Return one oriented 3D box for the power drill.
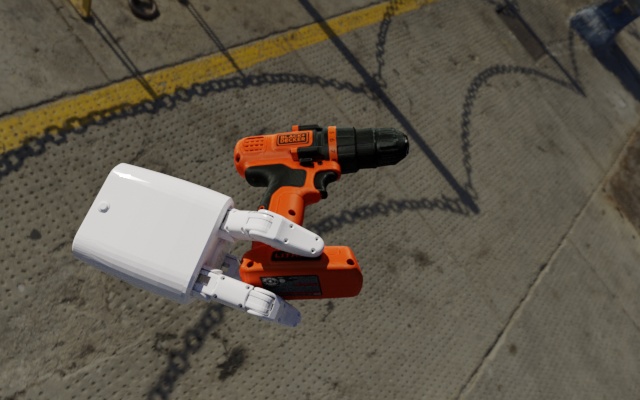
[{"bbox_3d":[0.000,0.002,0.463,0.184,0.187,0.057,-5,-41,7],"label":"power drill"}]
